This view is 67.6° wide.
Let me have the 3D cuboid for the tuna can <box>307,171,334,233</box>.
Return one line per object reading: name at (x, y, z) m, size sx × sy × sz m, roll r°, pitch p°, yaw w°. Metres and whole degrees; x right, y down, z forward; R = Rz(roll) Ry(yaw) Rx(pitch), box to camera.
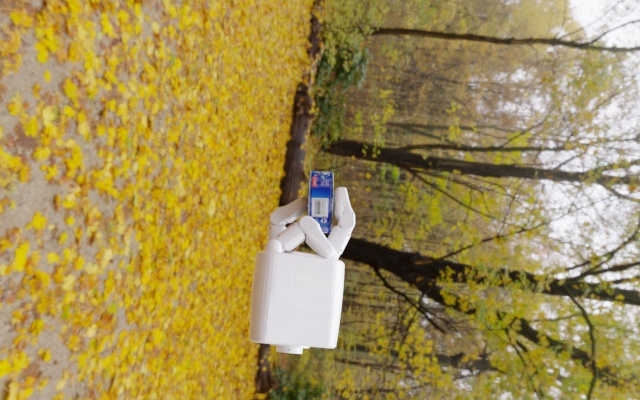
tuna can at (0.001, 0.002, 0.657) m, size 0.034 × 0.086 × 0.086 m, roll 2°, pitch 0°, yaw 0°
